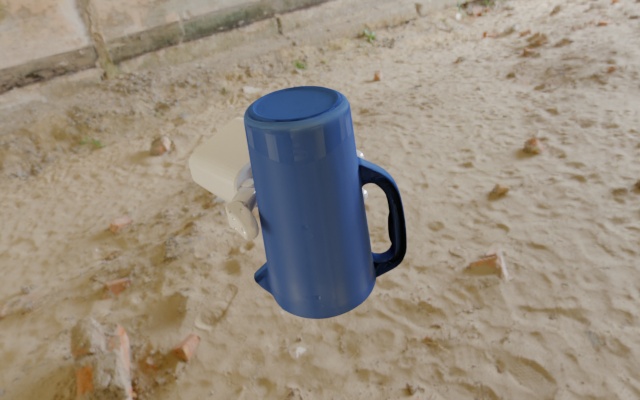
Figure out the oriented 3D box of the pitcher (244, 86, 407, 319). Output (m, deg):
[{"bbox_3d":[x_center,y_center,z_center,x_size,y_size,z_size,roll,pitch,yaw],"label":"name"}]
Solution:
[{"bbox_3d":[0.000,0.002,0.537,0.145,0.243,0.149,23,44,38],"label":"pitcher"}]
